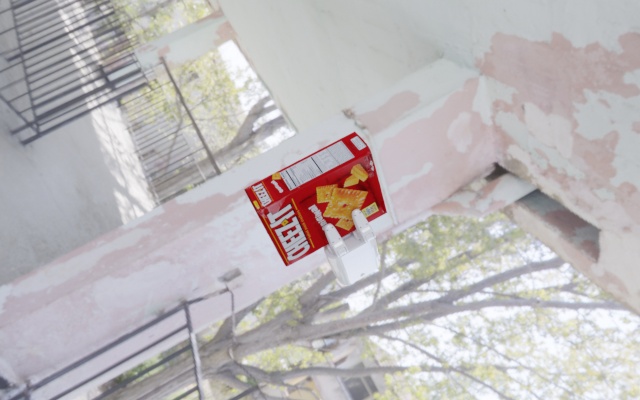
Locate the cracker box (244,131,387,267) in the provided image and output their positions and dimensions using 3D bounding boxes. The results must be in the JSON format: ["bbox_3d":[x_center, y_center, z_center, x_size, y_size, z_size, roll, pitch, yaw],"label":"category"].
[{"bbox_3d":[0.000,0.003,0.831,0.213,0.164,0.072,-28,47,-7],"label":"cracker box"}]
